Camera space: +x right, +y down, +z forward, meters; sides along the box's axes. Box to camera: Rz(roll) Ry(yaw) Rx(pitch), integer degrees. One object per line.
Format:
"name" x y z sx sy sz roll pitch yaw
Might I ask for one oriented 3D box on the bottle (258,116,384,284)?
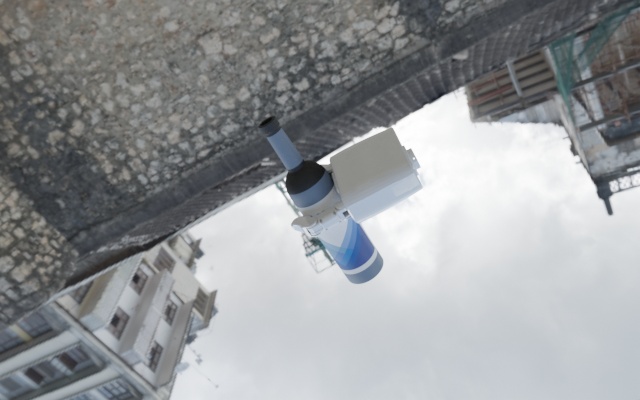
"bottle" 0.000 0.003 0.713 0.069 0.296 0.069 -26 28 15
